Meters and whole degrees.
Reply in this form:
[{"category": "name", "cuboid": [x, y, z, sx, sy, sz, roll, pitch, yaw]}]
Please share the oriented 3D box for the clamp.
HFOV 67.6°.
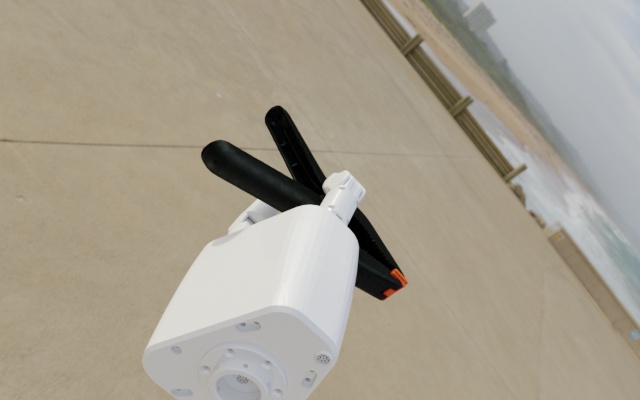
[{"category": "clamp", "cuboid": [0.001, 0.001, 0.428, 0.036, 0.210, 0.164, -39, 15, 23]}]
